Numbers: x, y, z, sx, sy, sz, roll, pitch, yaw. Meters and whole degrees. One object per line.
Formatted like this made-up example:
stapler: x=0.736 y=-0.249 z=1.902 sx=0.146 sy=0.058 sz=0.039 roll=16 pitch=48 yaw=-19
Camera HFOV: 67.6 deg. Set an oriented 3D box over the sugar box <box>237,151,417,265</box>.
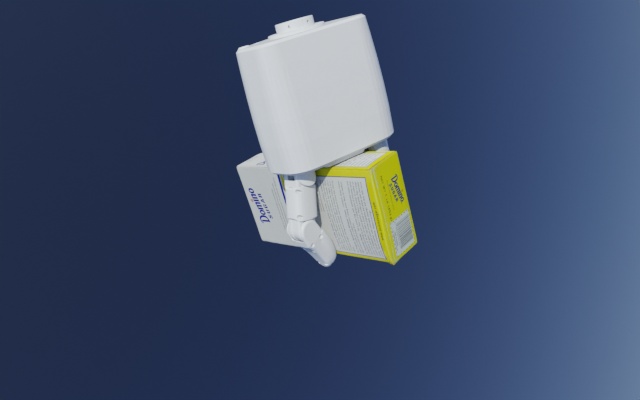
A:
sugar box: x=0.000 y=0.001 z=0.461 sx=0.176 sy=0.093 sz=0.048 roll=7 pitch=31 yaw=45
